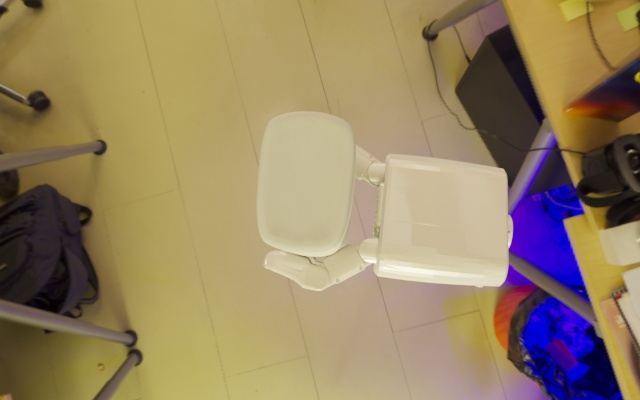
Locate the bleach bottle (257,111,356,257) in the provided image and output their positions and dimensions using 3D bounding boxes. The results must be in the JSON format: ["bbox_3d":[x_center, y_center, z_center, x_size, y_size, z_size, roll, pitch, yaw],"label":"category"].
[{"bbox_3d":[0.000,0.002,0.449,0.068,0.102,0.251,5,-6,6],"label":"bleach bottle"}]
